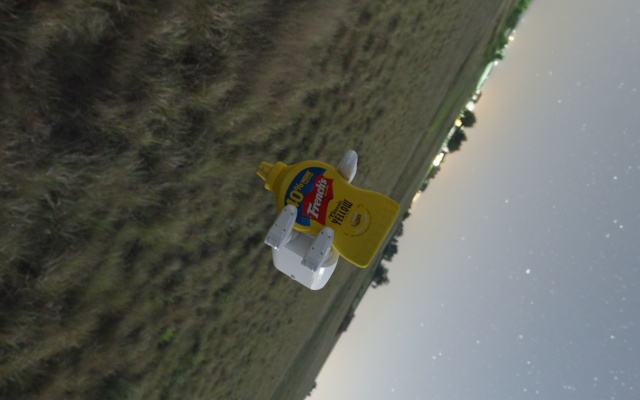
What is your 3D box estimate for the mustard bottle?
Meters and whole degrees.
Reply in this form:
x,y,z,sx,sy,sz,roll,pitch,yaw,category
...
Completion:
x,y,z,sx,sy,sz,roll,pitch,yaw,category
0.000,0.002,0.629,0.191,0.096,0.058,30,-5,9,mustard bottle
